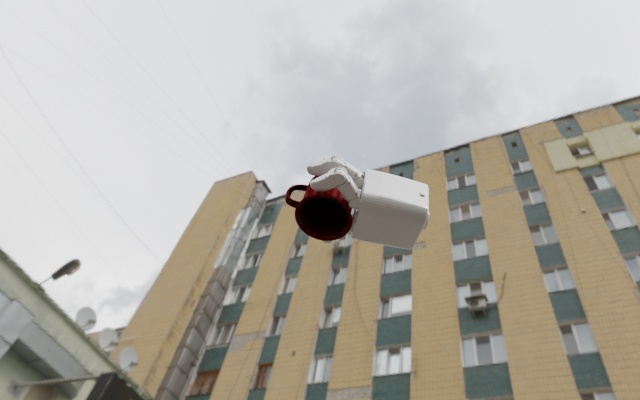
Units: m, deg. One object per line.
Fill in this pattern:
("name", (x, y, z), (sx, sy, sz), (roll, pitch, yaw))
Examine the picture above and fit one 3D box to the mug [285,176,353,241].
("mug", (-0.001, 0.002, 0.786), (0.117, 0.093, 0.081), (14, 38, 3))
